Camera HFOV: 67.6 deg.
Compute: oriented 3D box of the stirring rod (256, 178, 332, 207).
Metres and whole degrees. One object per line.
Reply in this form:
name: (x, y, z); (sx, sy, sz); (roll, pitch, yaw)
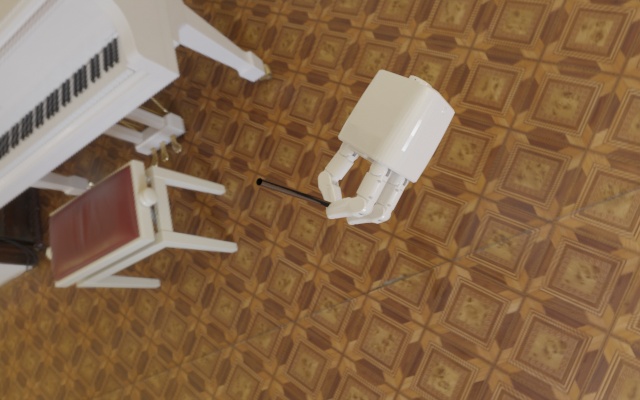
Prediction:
stirring rod: (0.000, 0.002, 0.591); (0.011, 0.011, 0.239); (0, -10, 32)
